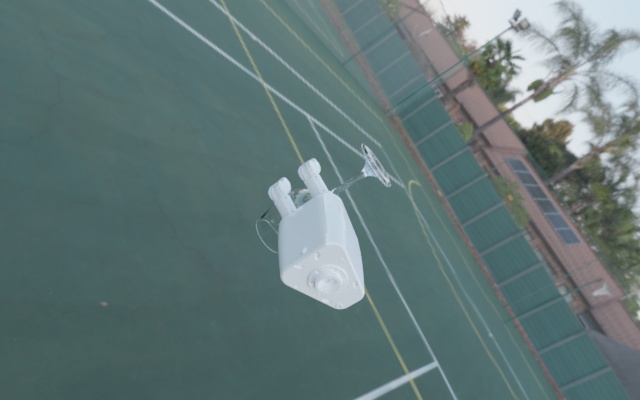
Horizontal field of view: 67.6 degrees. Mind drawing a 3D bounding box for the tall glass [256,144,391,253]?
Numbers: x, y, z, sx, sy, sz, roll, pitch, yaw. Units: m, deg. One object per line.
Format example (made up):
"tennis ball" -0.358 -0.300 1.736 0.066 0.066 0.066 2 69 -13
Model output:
"tall glass" 0.001 0.002 0.706 0.201 0.079 0.079 -33 -11 17
